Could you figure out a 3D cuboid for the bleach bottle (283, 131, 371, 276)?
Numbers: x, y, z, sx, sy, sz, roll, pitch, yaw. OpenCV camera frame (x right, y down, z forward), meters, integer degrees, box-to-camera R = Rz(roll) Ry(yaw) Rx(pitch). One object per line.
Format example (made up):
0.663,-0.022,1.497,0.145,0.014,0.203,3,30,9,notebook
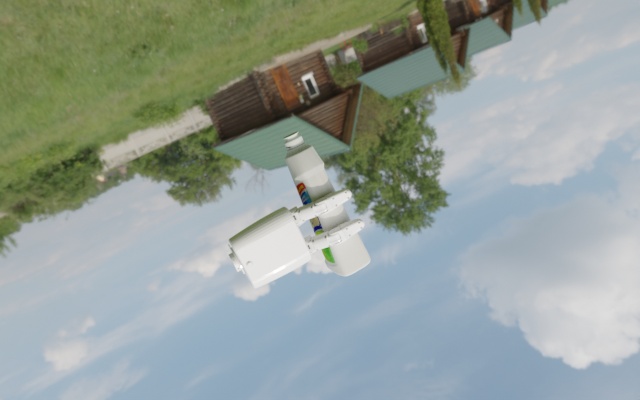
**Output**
0.000,0.003,0.814,0.068,0.251,0.102,-29,14,-14,bleach bottle
